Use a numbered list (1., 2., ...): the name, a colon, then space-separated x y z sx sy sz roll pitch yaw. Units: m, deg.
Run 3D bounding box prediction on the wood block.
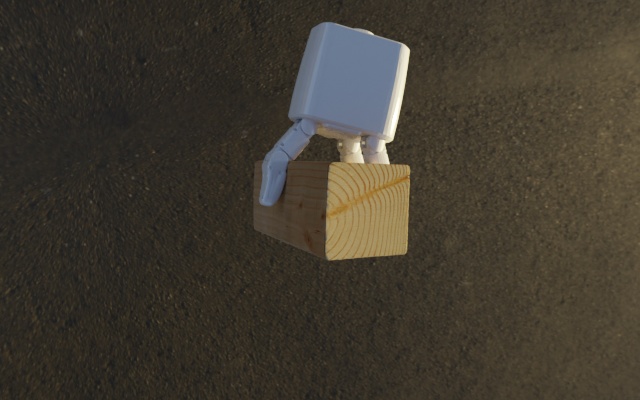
1. wood block: 0.000 0.001 0.533 0.091 0.090 0.206 0 4 -26
